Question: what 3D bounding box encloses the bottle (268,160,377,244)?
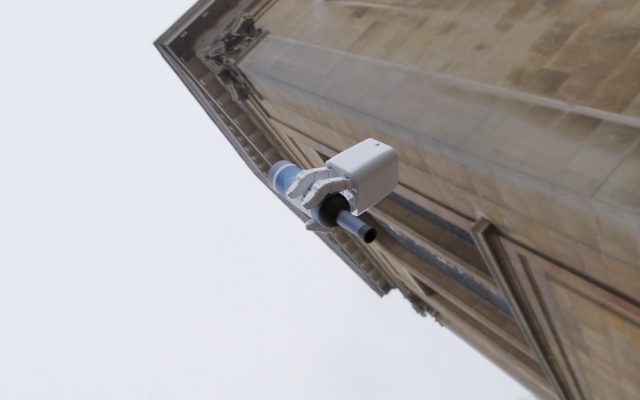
[{"bbox_3d":[0.000,0.003,0.874,0.069,0.069,0.295,0,22,-36],"label":"bottle"}]
